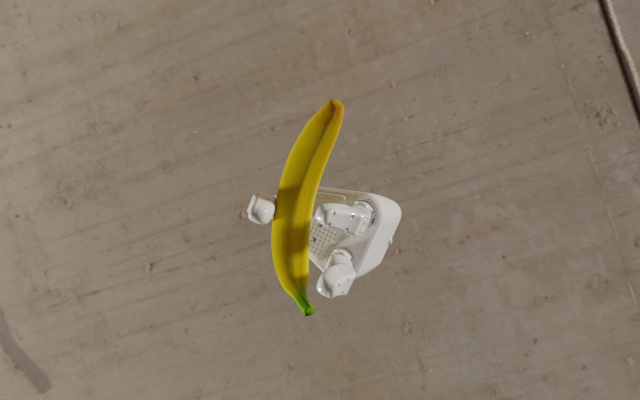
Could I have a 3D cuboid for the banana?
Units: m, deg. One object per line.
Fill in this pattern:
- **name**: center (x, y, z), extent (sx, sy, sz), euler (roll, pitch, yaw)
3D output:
- **banana**: center (-0.015, 0.003, 0.456), extent (0.069, 0.198, 0.037), euler (5, -2, 40)
